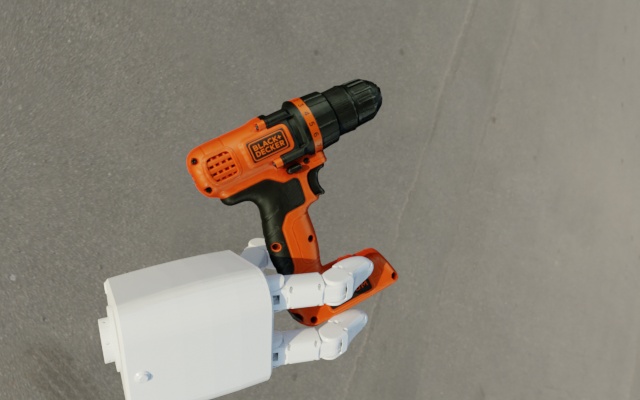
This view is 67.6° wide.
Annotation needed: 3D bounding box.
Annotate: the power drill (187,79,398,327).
[{"bbox_3d":[0.000,0.002,0.432,0.184,0.188,0.057,-26,10,-11],"label":"power drill"}]
